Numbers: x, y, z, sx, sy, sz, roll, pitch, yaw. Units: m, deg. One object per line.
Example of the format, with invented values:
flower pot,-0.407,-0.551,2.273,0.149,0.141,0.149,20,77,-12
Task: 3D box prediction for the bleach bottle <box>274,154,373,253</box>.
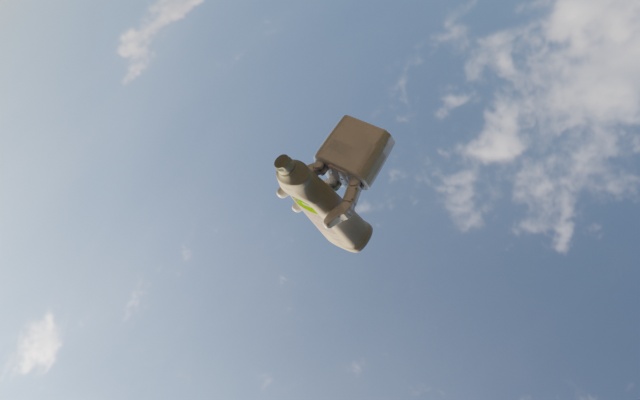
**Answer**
bleach bottle,0.000,0.003,0.861,0.102,0.068,0.251,20,-19,40
